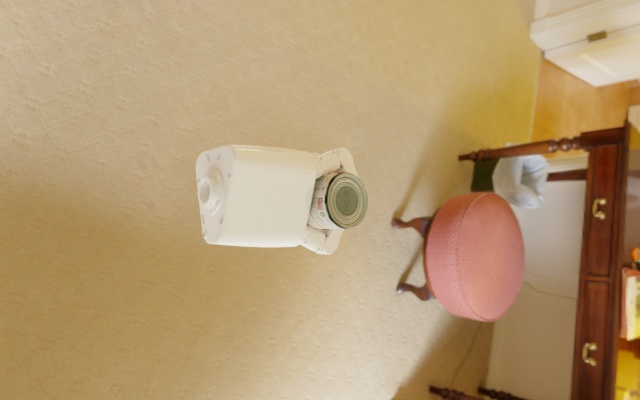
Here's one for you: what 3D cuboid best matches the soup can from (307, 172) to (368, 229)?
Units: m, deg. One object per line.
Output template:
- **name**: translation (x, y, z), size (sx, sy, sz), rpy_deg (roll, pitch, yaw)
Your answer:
- **soup can**: translation (0.001, 0.002, 0.590), size (0.068, 0.068, 0.102), rpy_deg (0, -2, -40)
